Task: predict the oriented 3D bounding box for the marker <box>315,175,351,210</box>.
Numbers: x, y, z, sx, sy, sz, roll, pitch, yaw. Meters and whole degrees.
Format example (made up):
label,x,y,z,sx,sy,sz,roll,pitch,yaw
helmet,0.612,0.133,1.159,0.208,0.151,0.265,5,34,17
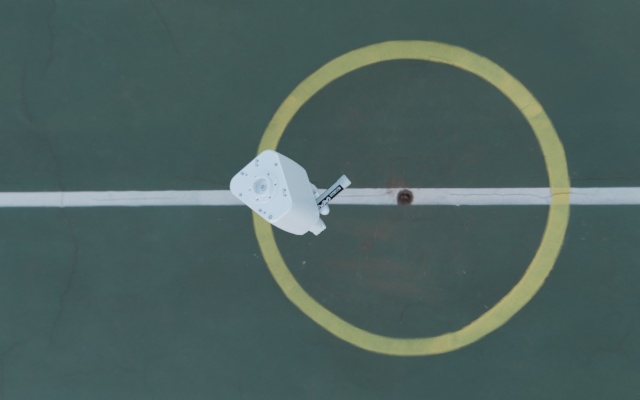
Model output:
label,x,y,z,sx,sy,sz,roll,pitch,yaw
marker,0.000,0.003,0.808,0.121,0.020,0.020,-41,-7,8
